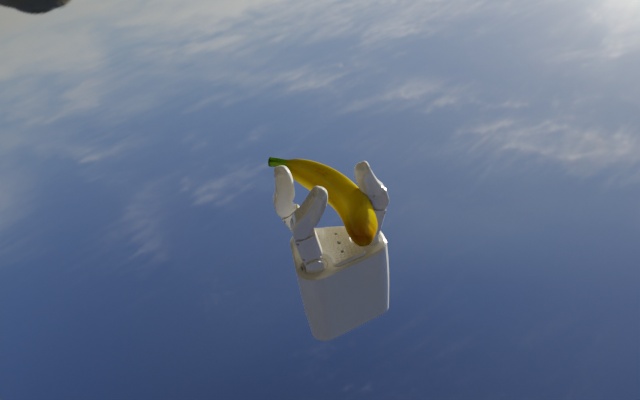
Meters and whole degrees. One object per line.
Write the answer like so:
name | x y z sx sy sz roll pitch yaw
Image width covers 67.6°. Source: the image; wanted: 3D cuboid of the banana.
banana | 0.014 -0.004 0.544 0.069 0.037 0.197 -15 34 -30
